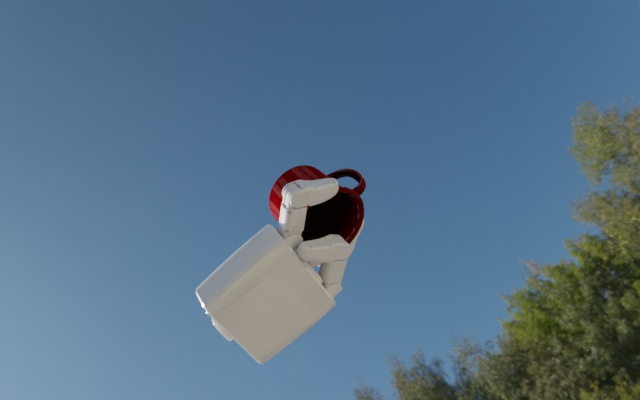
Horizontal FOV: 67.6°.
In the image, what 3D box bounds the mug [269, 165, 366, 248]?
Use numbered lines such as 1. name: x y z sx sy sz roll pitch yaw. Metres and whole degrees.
1. mug: 0.001 0.001 0.567 0.117 0.093 0.081 -40 43 -9
